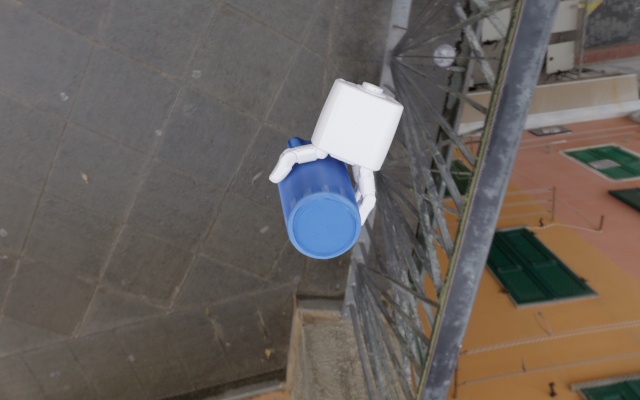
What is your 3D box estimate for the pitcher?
[{"bbox_3d":[0.000,0.002,0.789,0.149,0.145,0.242,18,20,-13],"label":"pitcher"}]
